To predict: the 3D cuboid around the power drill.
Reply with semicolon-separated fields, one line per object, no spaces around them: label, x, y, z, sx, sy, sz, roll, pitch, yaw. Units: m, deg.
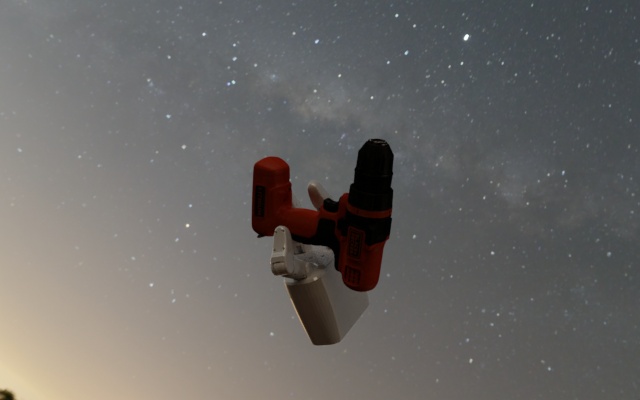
power drill;0.000;0.002;0.584;0.187;0.184;0.057;19;23;34
